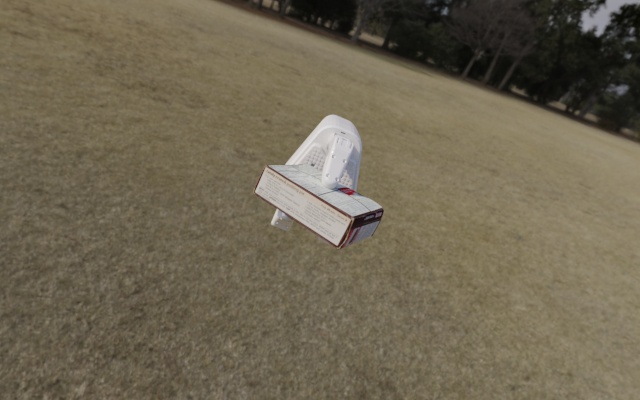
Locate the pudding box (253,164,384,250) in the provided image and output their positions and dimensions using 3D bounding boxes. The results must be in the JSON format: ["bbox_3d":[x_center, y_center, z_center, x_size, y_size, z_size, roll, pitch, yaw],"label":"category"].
[{"bbox_3d":[0.000,0.001,0.501,0.113,0.039,0.090,30,18,22],"label":"pudding box"}]
